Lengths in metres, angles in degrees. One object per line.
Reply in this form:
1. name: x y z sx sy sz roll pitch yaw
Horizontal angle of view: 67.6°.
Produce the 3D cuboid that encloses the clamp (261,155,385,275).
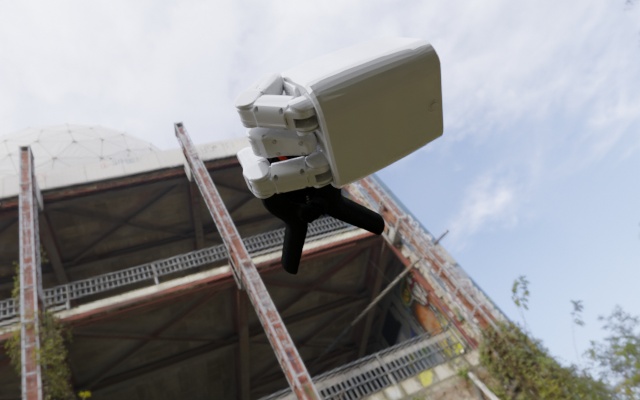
1. clamp: 0.000 0.001 0.477 0.120 0.172 0.039 -23 46 -7
